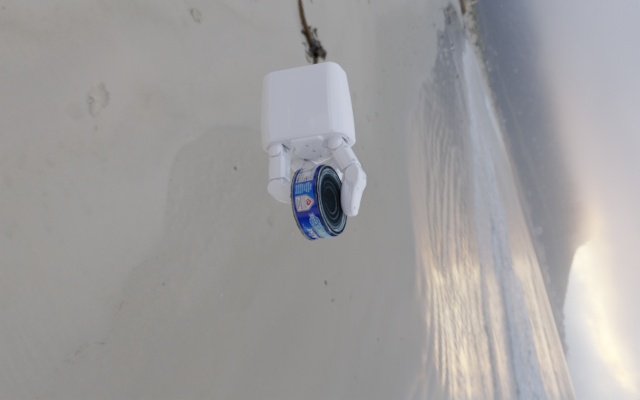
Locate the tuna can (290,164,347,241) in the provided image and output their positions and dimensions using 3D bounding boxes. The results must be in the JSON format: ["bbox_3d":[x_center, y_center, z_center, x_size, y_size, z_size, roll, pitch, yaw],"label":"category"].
[{"bbox_3d":[0.001,0.002,0.553,0.034,0.086,0.086,-10,-4,24],"label":"tuna can"}]
